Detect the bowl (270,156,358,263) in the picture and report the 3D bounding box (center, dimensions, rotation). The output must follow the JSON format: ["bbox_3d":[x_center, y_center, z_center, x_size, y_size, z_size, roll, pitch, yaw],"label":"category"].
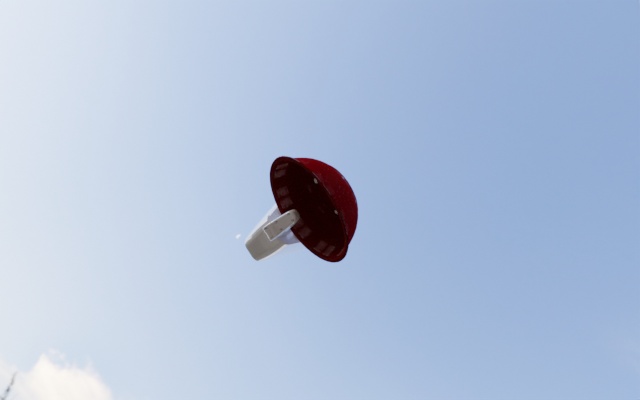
[{"bbox_3d":[0.001,0.002,0.648,0.055,0.162,0.162,-32,16,-27],"label":"bowl"}]
